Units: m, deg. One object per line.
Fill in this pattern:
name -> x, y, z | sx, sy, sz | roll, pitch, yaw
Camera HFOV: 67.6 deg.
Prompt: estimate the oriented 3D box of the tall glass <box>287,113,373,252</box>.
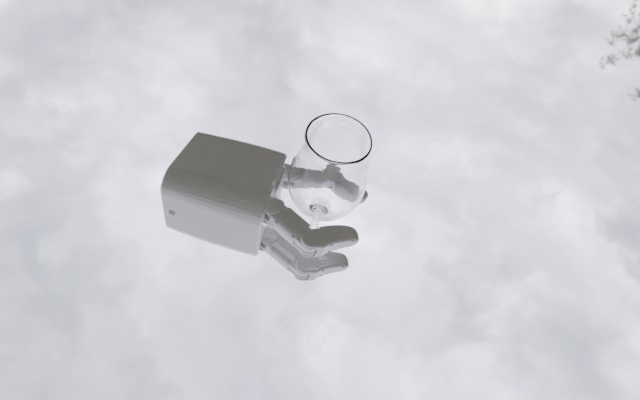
tall glass -> 0.000, 0.002, 0.503 | 0.079, 0.079, 0.201 | 0, -35, -12
